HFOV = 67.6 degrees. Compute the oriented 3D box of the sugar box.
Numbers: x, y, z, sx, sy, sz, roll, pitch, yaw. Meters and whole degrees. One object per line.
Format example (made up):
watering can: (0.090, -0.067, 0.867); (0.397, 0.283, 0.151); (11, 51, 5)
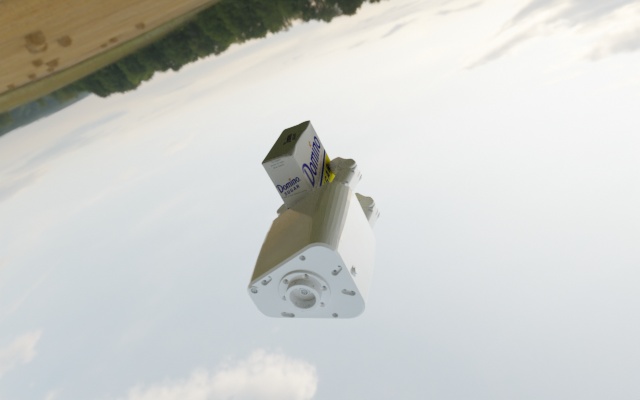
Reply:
sugar box: (0.001, 0.002, 0.572); (0.048, 0.176, 0.093); (-15, 27, 22)
